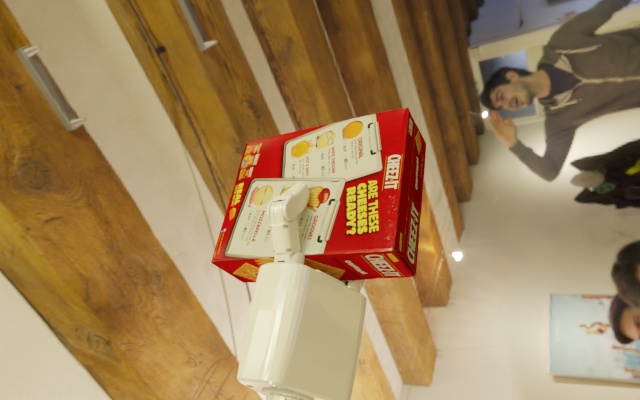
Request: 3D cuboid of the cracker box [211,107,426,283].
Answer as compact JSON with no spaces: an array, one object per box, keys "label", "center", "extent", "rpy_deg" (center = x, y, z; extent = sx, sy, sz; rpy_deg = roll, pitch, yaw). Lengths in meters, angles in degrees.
[{"label":"cracker box","center":[0.000,0.002,0.521],"extent":[0.214,0.164,0.072],"rpy_deg":[-7,-33,30]}]
